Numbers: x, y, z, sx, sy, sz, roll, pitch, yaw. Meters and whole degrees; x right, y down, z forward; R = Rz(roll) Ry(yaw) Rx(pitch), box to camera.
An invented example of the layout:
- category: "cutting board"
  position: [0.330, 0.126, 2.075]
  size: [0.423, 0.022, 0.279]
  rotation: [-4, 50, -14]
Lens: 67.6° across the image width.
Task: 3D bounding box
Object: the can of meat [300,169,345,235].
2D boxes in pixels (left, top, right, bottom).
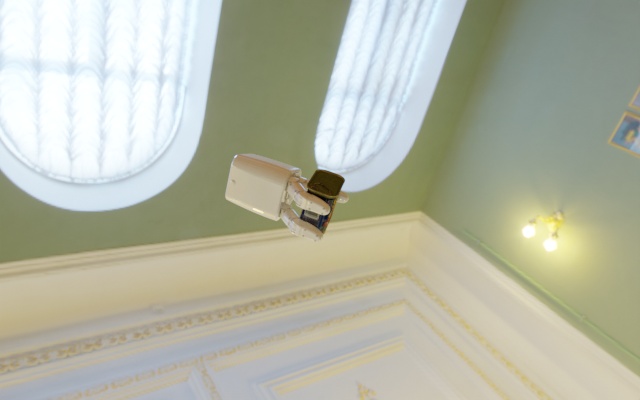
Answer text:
- category: "can of meat"
  position: [0.000, 0.003, 0.859]
  size: [0.057, 0.084, 0.102]
  rotation: [19, 26, 4]
